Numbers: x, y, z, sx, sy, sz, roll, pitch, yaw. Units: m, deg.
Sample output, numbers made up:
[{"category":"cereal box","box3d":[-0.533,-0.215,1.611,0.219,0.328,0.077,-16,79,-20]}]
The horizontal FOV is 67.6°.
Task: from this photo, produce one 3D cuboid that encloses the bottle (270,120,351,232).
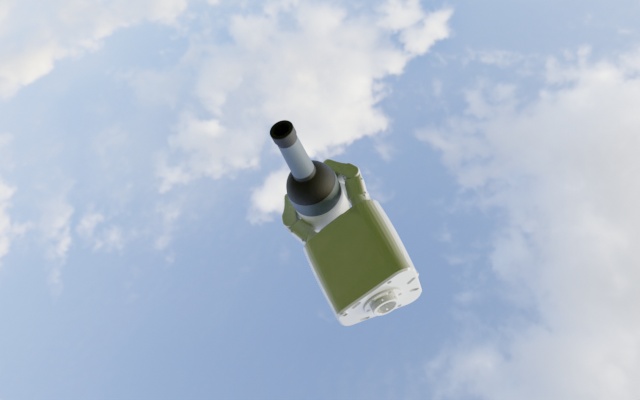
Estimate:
[{"category":"bottle","box3d":[0.000,0.002,0.629,0.069,0.069,0.296,0,-32,20]}]
